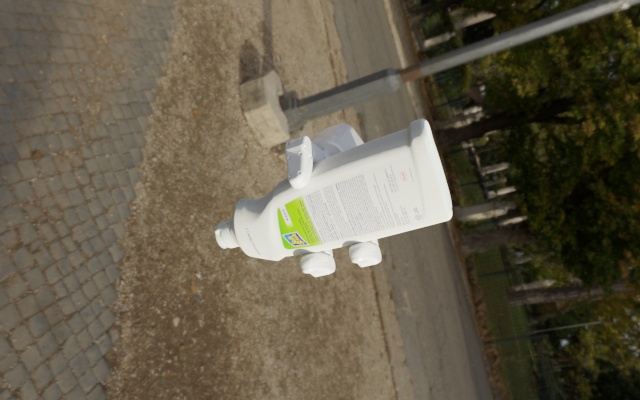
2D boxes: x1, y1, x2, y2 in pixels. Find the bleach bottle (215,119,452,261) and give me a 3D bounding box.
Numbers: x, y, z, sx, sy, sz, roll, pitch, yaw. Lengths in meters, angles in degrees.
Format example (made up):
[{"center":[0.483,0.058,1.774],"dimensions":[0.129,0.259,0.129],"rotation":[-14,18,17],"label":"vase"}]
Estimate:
[{"center":[0.000,0.002,0.496],"dimensions":[0.251,0.102,0.068],"rotation":[-15,17,19],"label":"bleach bottle"}]
